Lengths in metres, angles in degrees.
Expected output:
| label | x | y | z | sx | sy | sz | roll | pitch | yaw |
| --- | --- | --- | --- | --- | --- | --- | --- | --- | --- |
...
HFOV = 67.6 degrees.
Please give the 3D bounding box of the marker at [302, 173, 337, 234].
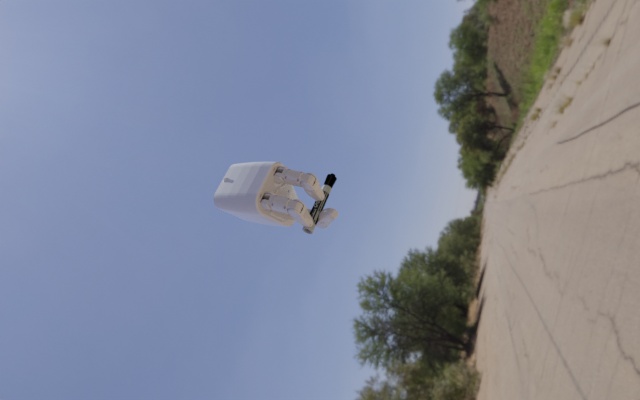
| label | x | y | z | sx | sy | sz | roll | pitch | yaw |
| --- | --- | --- | --- | --- | --- | --- | --- | --- | --- |
| marker | 0.000 | 0.003 | 0.822 | 0.020 | 0.121 | 0.020 | 19 | -28 | 11 |
